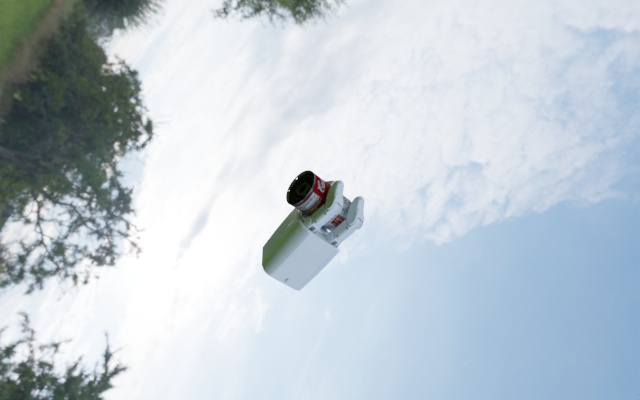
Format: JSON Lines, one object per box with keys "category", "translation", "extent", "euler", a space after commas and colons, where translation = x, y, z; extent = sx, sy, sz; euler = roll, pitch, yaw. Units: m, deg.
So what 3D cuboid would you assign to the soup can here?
{"category": "soup can", "translation": [0.001, 0.002, 0.822], "extent": [0.102, 0.068, 0.068], "euler": [35, -21, -33]}
